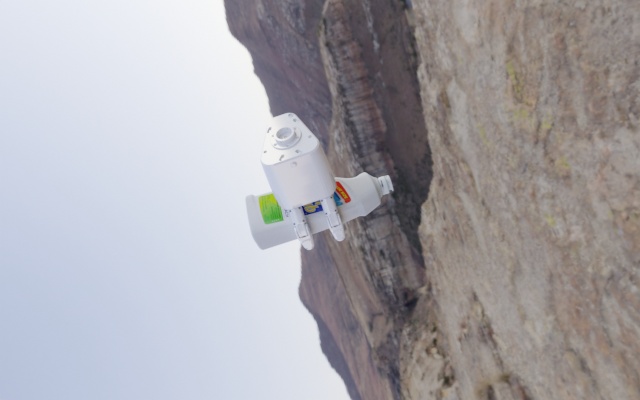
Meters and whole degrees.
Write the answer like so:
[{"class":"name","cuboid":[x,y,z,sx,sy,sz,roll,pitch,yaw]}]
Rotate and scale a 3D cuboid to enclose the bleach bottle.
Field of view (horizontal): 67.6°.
[{"class":"bleach bottle","cuboid":[0.000,0.003,0.832,0.251,0.102,0.068,-18,-38,2]}]
